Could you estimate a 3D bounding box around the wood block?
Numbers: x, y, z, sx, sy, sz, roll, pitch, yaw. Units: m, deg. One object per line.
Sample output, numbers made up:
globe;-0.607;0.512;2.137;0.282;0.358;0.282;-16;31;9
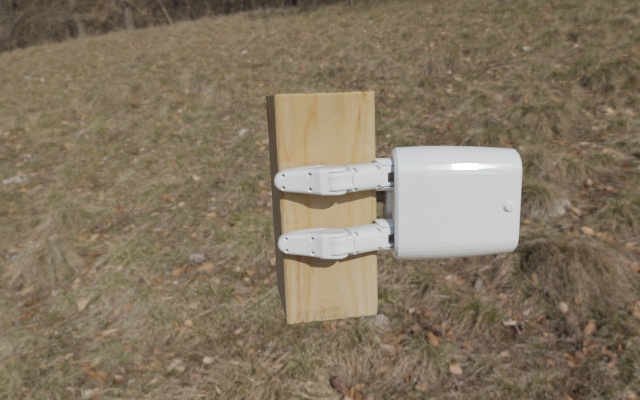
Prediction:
wood block;0.000;0.001;0.463;0.090;0.206;0.091;-4;12;-9
